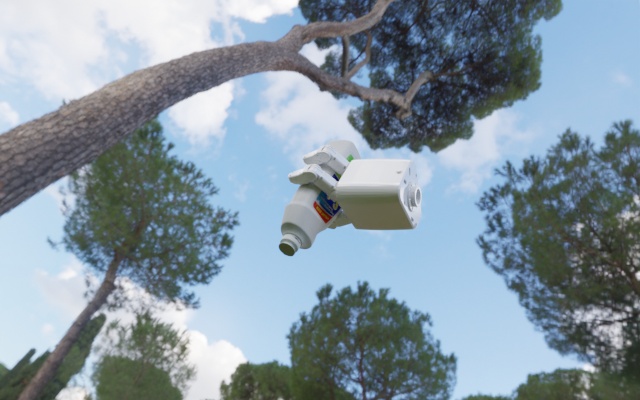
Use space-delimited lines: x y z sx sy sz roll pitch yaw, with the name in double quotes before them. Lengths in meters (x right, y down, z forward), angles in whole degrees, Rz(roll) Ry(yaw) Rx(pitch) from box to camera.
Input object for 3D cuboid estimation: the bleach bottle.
"bleach bottle" 0.000 0.003 0.810 0.068 0.103 0.250 0 39 30
